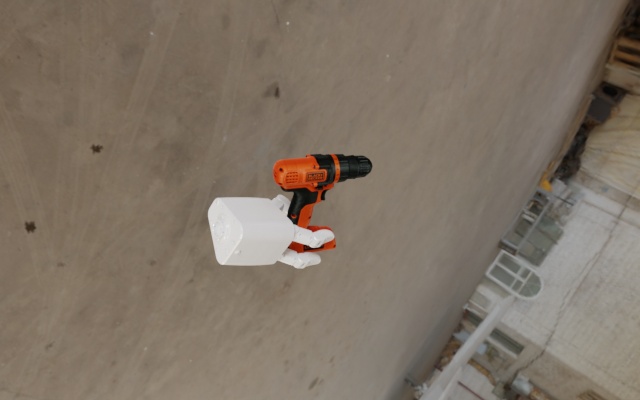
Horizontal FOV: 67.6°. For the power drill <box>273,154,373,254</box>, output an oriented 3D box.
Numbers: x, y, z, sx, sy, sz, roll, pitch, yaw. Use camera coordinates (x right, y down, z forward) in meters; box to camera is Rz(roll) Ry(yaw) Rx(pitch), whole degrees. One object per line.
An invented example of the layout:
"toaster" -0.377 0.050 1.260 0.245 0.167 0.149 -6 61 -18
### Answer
"power drill" 0.000 0.003 0.876 0.184 0.188 0.057 -5 30 -20
